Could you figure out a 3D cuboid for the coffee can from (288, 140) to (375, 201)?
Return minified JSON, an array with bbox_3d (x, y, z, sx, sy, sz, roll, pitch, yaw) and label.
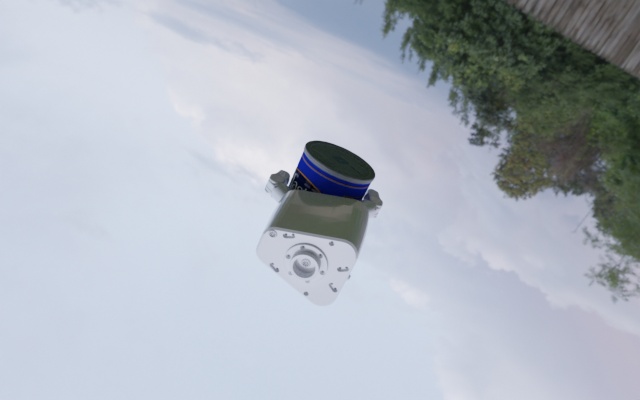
[{"bbox_3d":[0.000,0.002,0.664,0.103,0.140,0.102,21,25,-10],"label":"coffee can"}]
